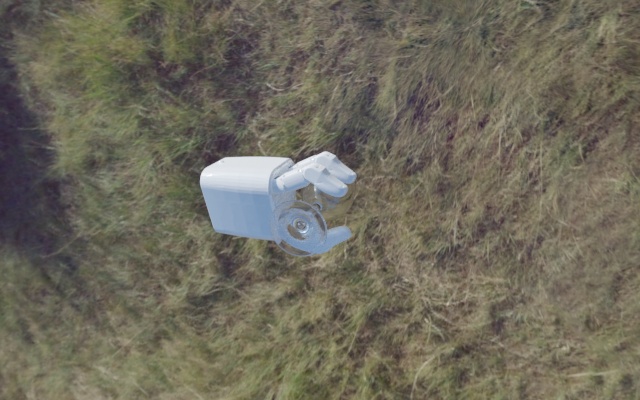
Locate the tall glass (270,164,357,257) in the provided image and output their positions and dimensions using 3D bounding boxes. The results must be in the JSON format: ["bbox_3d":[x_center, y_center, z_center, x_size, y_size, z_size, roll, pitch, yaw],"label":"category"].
[{"bbox_3d":[0.000,0.002,0.669,0.079,0.079,0.201,0,19,18],"label":"tall glass"}]
